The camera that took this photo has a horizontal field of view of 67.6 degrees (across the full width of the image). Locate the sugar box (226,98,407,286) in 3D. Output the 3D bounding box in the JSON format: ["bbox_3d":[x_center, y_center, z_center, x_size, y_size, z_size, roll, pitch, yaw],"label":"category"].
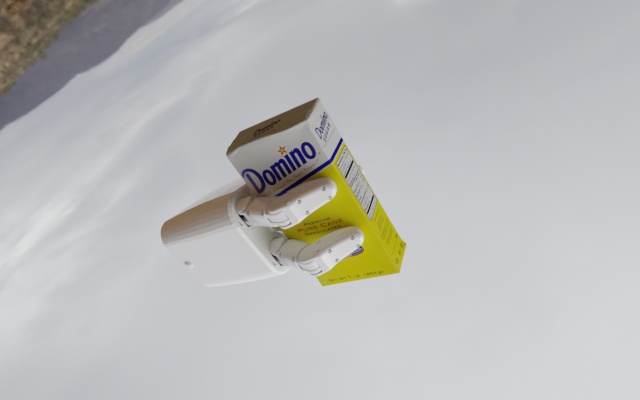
[{"bbox_3d":[0.000,0.002,0.444,0.093,0.176,0.048,-17,33,32],"label":"sugar box"}]
